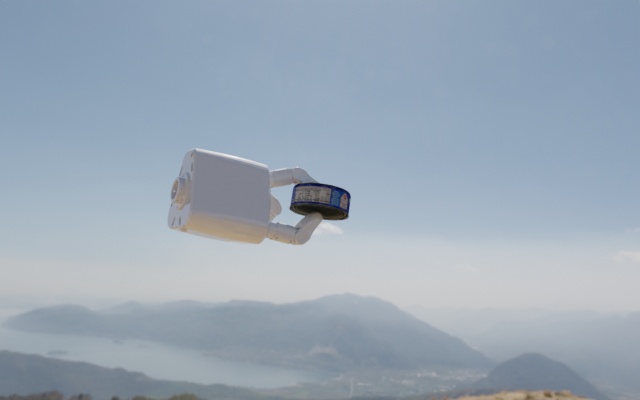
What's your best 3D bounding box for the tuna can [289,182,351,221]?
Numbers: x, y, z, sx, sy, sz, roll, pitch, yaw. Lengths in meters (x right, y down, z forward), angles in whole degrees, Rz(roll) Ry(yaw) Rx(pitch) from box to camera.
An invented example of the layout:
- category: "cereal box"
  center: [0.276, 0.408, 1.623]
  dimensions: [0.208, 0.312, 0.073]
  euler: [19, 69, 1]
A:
- category: "tuna can"
  center: [0.000, 0.002, 0.682]
  dimensions: [0.086, 0.033, 0.086]
  euler: [8, -14, 2]
